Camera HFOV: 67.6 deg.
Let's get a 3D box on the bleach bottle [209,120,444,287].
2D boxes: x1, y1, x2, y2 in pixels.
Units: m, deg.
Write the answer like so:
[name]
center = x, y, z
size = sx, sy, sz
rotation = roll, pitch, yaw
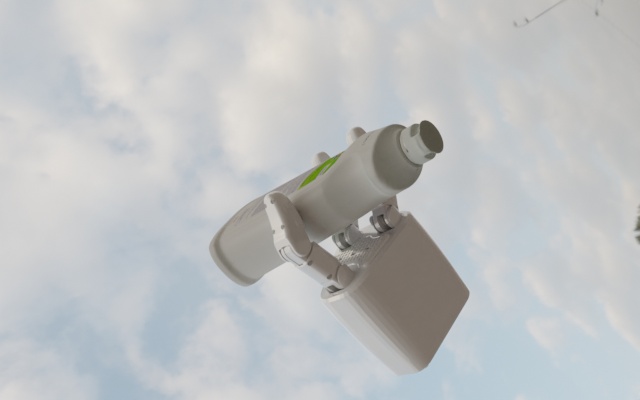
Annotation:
[bleach bottle]
center = 0.000, 0.001, 0.438
size = 0.251, 0.068, 0.102
rotation = -29, 17, 43
